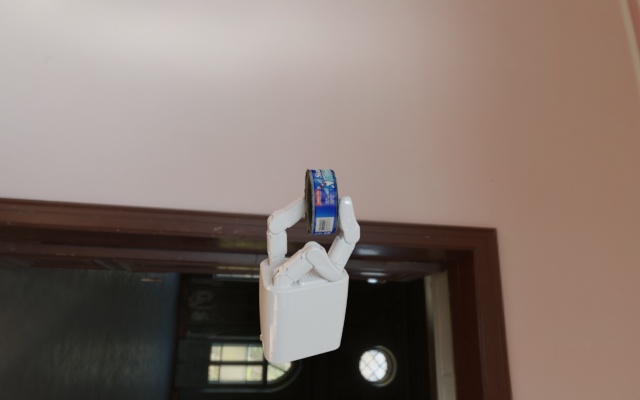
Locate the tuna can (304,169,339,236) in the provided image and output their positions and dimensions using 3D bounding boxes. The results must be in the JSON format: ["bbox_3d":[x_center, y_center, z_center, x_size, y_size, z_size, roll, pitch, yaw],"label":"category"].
[{"bbox_3d":[0.001,0.002,0.614,0.034,0.086,0.086,-2,0,-8],"label":"tuna can"}]
